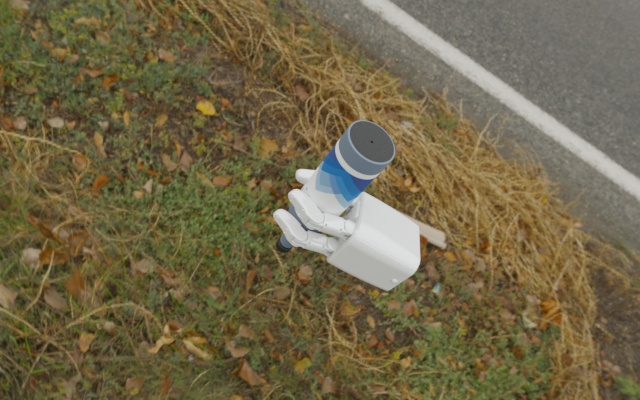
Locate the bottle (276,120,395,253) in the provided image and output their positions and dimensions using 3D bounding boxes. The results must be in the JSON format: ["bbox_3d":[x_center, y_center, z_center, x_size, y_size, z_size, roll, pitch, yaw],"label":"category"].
[{"bbox_3d":[0.000,0.002,0.688,0.069,0.069,0.296,0,-30,-29],"label":"bottle"}]
